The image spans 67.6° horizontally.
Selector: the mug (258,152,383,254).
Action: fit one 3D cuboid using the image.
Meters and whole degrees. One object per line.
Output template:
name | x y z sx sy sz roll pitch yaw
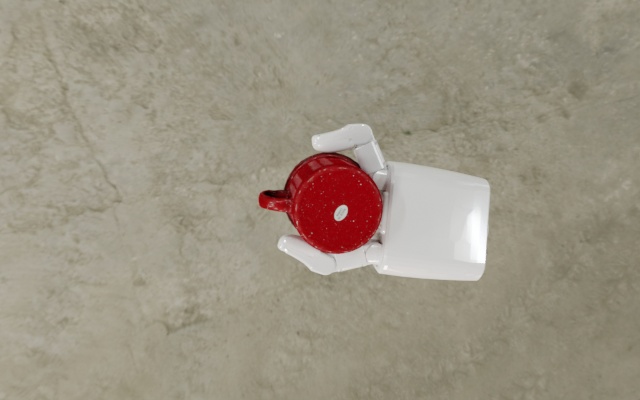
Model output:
mug | -0.001 0.001 0.452 0.117 0.093 0.081 5 8 -7
